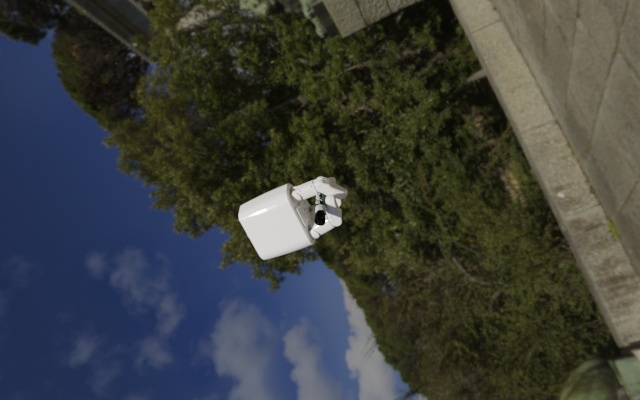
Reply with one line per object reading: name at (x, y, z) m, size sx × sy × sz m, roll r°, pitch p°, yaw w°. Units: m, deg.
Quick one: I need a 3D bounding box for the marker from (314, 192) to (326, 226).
marker at (0.000, 0.003, 0.823) m, size 0.020 × 0.020 × 0.121 m, roll 0°, pitch 36°, yaw 1°
